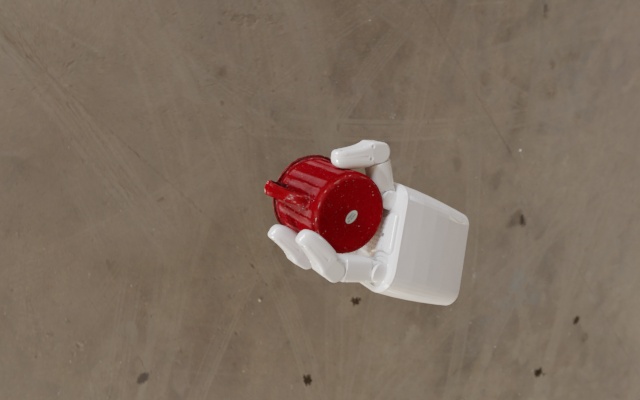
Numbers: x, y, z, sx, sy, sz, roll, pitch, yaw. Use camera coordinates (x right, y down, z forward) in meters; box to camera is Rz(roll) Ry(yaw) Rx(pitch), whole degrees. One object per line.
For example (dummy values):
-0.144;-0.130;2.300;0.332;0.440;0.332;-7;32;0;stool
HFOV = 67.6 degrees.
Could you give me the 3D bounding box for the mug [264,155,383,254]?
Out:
-0.001;0.001;0.480;0.117;0.093;0.081;18;3;-32;mug
